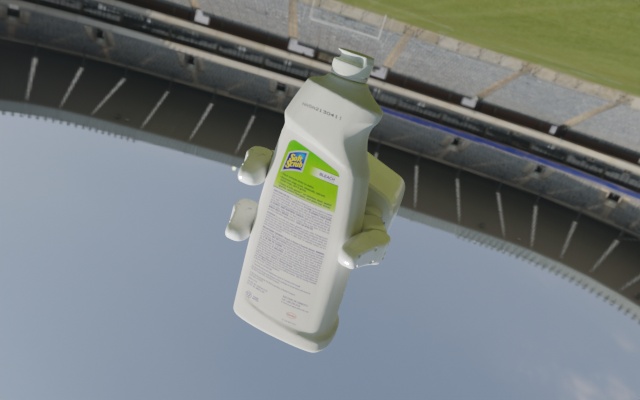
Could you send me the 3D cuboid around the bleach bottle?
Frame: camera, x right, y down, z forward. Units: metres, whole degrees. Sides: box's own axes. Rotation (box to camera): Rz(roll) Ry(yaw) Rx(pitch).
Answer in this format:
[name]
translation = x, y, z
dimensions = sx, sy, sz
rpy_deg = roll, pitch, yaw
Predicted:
[bleach bottle]
translation = 0.000, 0.001, 0.410
dimensions = 0.102, 0.251, 0.068
rpy_deg = 22, 21, 12
